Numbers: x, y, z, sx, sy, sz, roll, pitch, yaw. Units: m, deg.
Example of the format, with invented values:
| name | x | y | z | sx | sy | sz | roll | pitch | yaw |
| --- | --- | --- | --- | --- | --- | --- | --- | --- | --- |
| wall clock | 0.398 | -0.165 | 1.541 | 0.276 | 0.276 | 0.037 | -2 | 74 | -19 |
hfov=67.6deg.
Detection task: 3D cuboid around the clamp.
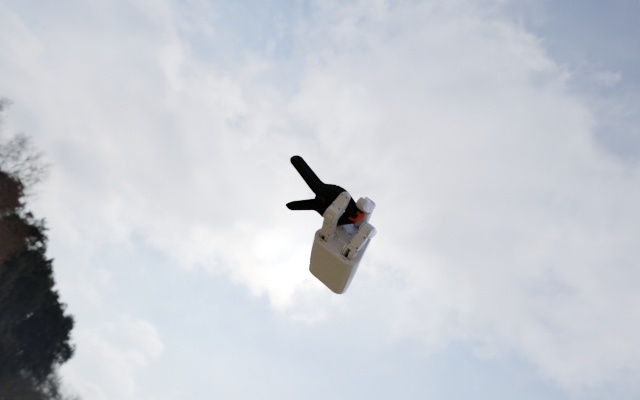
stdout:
| name | x | y | z | sx | sy | sz | roll | pitch | yaw |
| --- | --- | --- | --- | --- | --- | --- | --- | --- | --- |
| clamp | 0.001 | 0.003 | 0.887 | 0.171 | 0.120 | 0.039 | 37 | 49 | 21 |
